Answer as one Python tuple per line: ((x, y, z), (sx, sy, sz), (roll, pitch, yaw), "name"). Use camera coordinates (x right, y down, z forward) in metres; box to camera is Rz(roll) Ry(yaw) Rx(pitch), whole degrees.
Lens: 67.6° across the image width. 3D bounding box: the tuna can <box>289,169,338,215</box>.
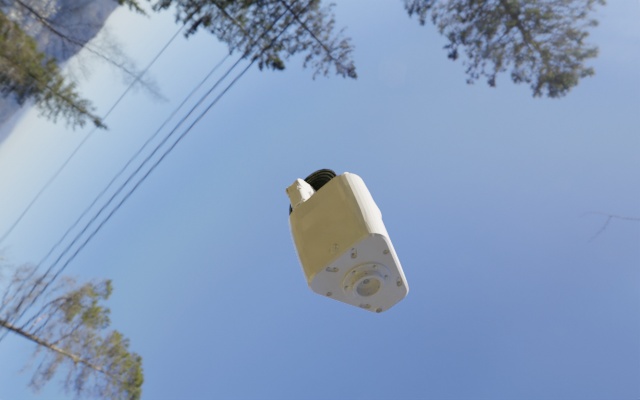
((0.000, 0.002, 0.638), (0.086, 0.086, 0.034), (0, -30, 48), "tuna can")
